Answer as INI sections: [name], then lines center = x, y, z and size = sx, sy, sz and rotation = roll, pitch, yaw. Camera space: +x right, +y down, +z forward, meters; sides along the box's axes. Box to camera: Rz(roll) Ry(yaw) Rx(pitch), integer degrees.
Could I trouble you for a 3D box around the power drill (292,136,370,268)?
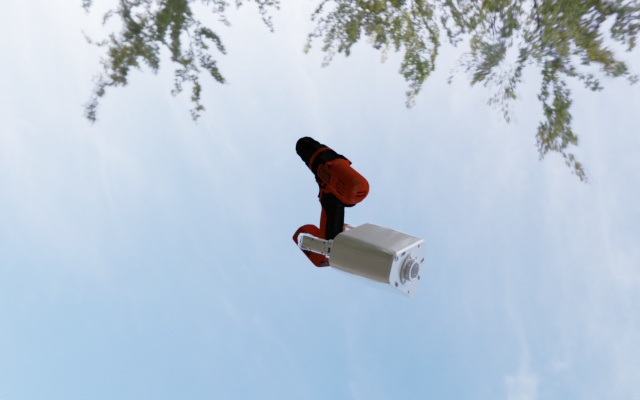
[power drill]
center = 0.000, 0.003, 0.804
size = 0.057, 0.188, 0.184
rotation = -9, 35, -30
